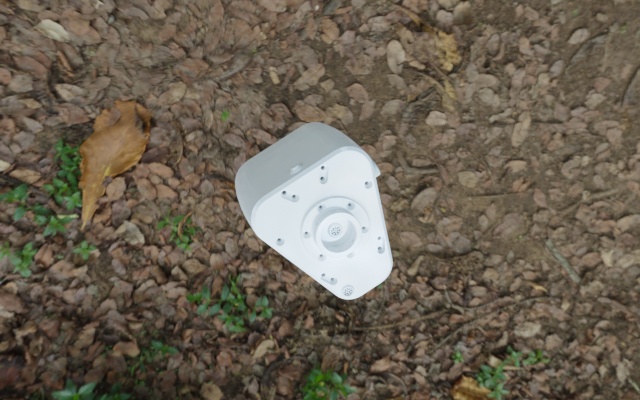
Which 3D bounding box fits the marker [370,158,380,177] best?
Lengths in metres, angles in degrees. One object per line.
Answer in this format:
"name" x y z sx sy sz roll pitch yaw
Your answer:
"marker" 0.000 0.001 0.437 0.121 0.020 0.020 -34 1 -2
